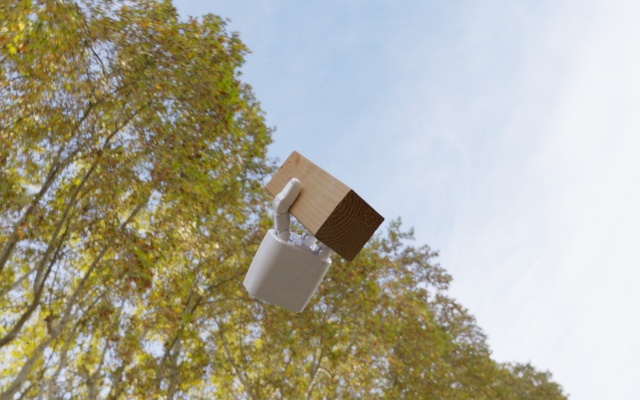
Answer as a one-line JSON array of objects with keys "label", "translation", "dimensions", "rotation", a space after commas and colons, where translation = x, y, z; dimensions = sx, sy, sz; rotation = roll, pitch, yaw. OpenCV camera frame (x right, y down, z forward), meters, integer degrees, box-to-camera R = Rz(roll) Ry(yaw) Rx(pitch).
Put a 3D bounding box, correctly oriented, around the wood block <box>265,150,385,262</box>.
[{"label": "wood block", "translation": [0.000, 0.003, 0.791], "dimensions": [0.091, 0.090, 0.206], "rotation": [38, 0, -35]}]
